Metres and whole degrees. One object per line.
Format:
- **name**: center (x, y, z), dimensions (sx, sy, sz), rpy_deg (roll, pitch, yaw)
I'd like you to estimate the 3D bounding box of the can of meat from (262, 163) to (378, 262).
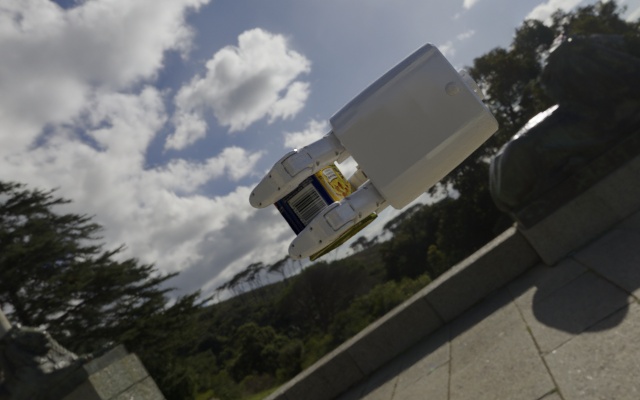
- **can of meat**: center (0.000, 0.001, 0.446), dimensions (0.057, 0.084, 0.102), rpy_deg (-39, -8, 17)
